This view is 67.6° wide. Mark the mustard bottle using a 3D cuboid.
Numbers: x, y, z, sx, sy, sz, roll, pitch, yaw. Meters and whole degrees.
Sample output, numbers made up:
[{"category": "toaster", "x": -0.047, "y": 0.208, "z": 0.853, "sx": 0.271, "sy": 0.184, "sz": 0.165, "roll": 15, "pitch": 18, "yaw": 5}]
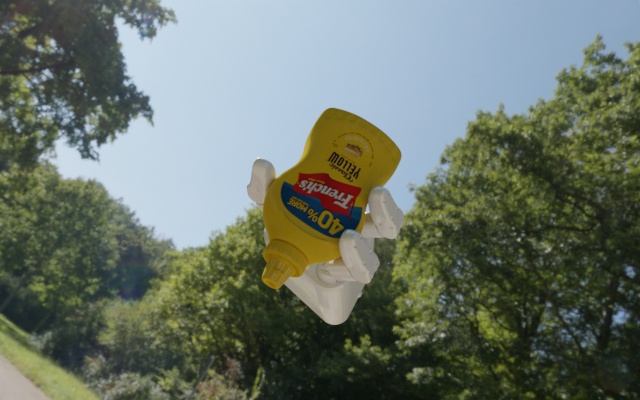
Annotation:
[{"category": "mustard bottle", "x": 0.000, "y": 0.001, "z": 0.459, "sx": 0.096, "sy": 0.191, "sz": 0.058, "roll": 33, "pitch": -29, "yaw": -2}]
